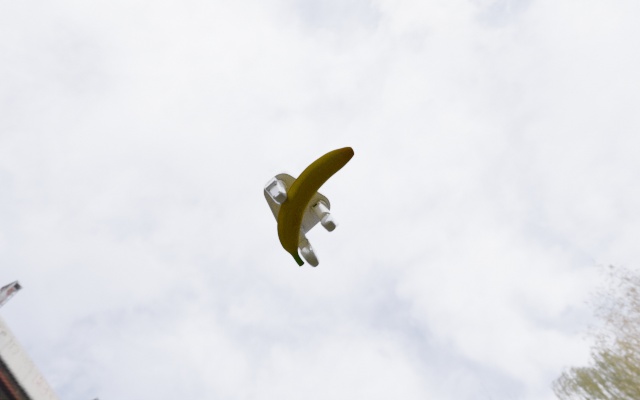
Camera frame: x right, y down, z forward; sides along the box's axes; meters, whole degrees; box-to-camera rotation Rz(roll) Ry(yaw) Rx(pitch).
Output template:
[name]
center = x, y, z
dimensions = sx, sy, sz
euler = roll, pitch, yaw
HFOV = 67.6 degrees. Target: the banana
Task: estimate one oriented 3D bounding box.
[banana]
center = -0.018, -0.002, 0.723
dimensions = 0.069, 0.198, 0.037
euler = 23, 7, -8
